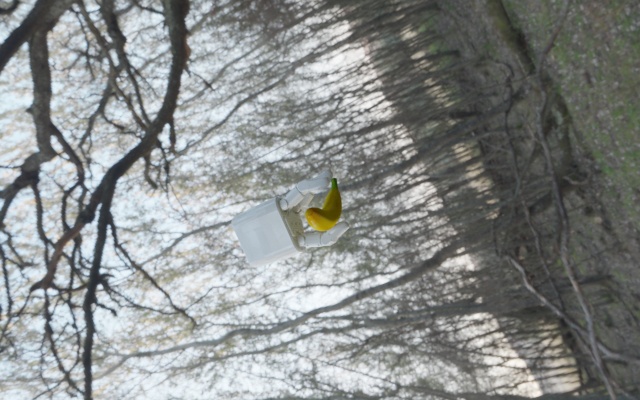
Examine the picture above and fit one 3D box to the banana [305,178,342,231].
[{"bbox_3d":[0.008,0.019,0.857,0.037,0.069,0.197,-19,13,17],"label":"banana"}]
